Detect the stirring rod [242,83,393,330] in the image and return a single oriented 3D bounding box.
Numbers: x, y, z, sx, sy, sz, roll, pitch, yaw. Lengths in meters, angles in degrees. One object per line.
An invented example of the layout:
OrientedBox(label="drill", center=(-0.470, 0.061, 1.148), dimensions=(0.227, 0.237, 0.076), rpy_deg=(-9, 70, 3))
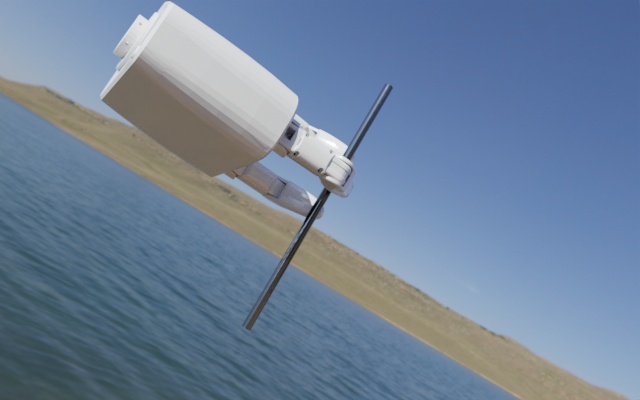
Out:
OrientedBox(label="stirring rod", center=(0.000, 0.001, 0.406), dimensions=(0.011, 0.239, 0.011), rpy_deg=(30, -8, 5))
